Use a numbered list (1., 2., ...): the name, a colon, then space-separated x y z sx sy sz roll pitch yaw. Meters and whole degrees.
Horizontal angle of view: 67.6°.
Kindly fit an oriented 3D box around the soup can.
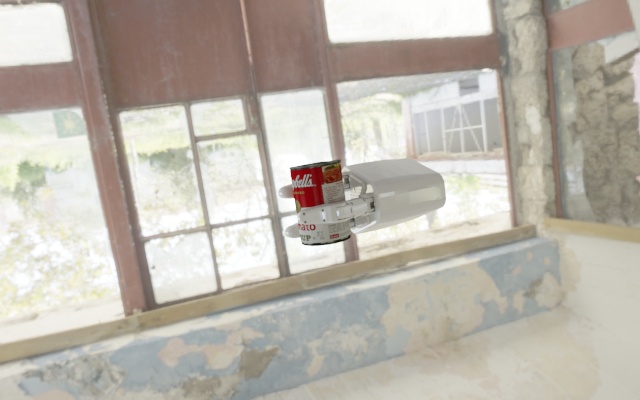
1. soup can: 0.000 0.002 0.618 0.068 0.102 0.068 -8 7 1
